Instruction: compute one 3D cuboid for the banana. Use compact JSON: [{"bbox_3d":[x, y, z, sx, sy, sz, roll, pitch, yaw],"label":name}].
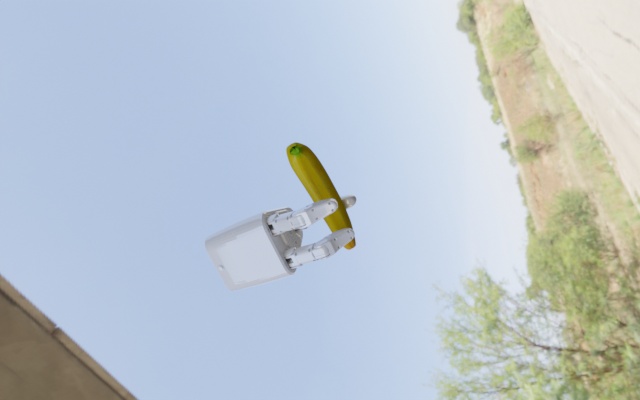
[{"bbox_3d":[-0.002,-0.012,0.659,0.037,0.198,0.069,-21,38,16],"label":"banana"}]
